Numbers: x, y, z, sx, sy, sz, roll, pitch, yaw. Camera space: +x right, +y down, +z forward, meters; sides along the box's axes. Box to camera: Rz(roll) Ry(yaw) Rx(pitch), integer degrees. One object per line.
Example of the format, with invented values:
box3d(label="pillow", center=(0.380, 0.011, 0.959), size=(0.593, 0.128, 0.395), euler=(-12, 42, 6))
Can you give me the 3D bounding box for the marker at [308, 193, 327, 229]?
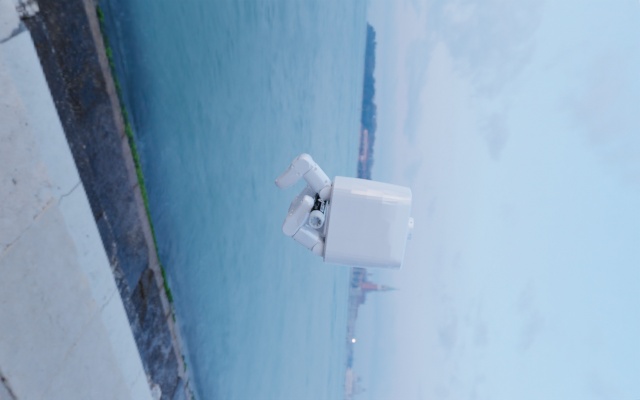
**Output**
box3d(label="marker", center=(0.000, 0.002, 0.642), size=(0.020, 0.020, 0.121), euler=(0, 24, 7))
